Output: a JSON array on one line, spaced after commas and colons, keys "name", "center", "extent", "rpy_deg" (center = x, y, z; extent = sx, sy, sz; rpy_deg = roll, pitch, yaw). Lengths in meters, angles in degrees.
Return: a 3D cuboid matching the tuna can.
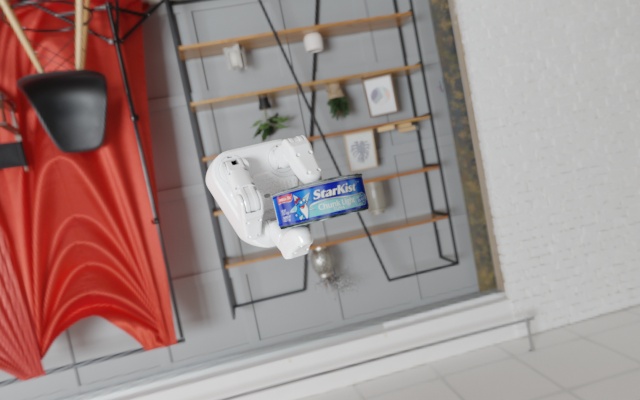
[{"name": "tuna can", "center": [0.000, 0.002, 0.436], "extent": [0.086, 0.034, 0.086], "rpy_deg": [-13, -2, 0]}]
